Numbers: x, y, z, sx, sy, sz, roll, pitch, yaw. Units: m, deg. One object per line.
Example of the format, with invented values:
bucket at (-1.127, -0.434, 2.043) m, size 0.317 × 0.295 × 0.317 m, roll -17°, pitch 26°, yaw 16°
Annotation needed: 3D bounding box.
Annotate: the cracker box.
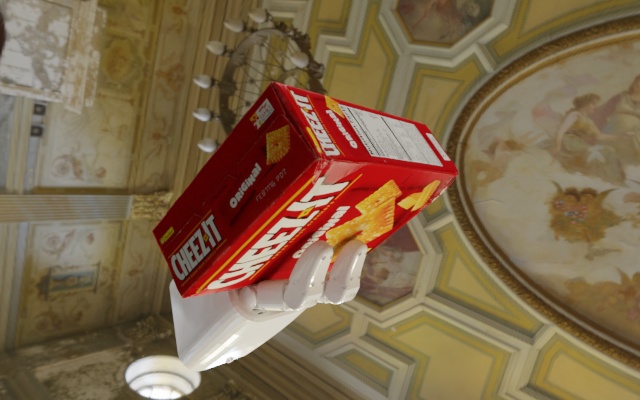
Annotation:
cracker box at (0.000, 0.001, 0.401) m, size 0.164 × 0.072 × 0.214 m, roll -44°, pitch -25°, yaw 29°
